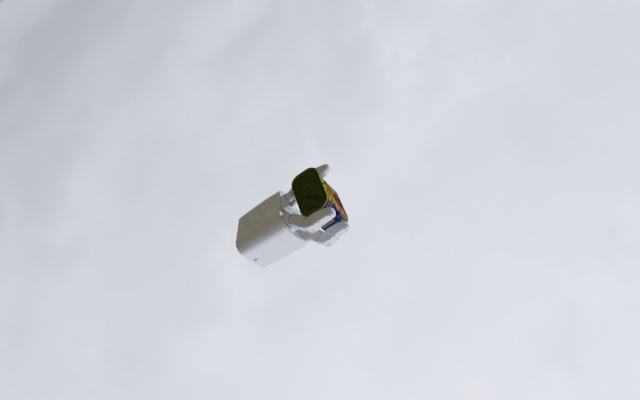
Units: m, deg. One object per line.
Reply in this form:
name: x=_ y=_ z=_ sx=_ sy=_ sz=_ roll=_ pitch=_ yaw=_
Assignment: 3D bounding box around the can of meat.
can of meat: x=0.000 y=0.003 z=0.871 sx=0.057 sy=0.102 sz=0.084 roll=-34 pitch=-44 yaw=13
